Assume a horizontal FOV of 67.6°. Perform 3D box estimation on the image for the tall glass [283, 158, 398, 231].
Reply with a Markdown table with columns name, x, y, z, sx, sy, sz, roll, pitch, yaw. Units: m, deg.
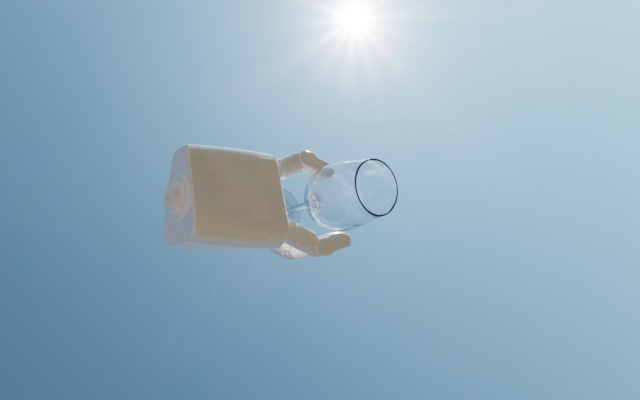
| name | x | y | z | sx | sy | sz | roll | pitch | yaw |
| --- | --- | --- | --- | --- | --- | --- | --- | --- | --- |
| tall glass | 0.000 | 0.002 | 0.575 | 0.079 | 0.079 | 0.201 | 0 | -9 | -37 |
